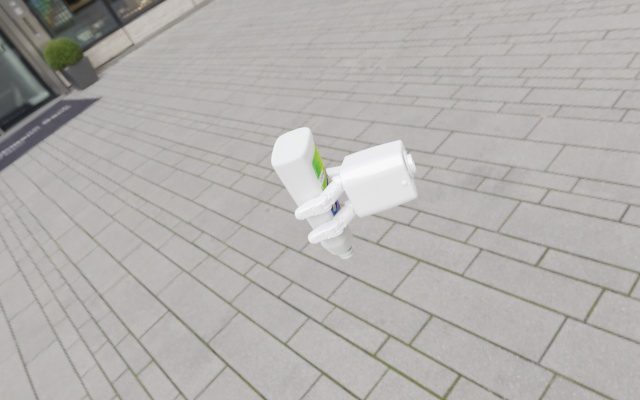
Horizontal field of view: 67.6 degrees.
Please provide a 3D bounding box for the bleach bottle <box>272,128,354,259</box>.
[{"bbox_3d":[0.000,0.003,0.839,0.068,0.251,0.102,-17,35,17],"label":"bleach bottle"}]
